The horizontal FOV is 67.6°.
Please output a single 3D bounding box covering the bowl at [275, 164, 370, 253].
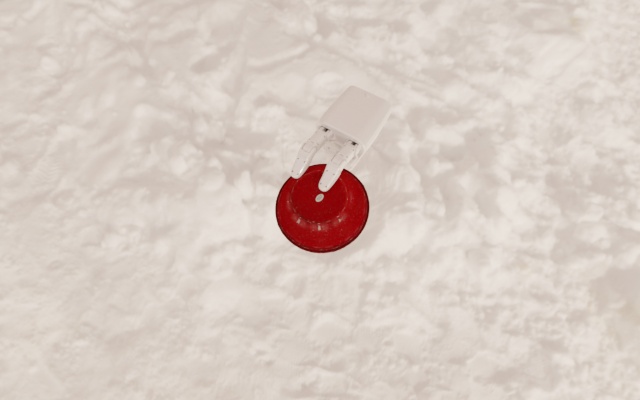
[{"bbox_3d":[0.000,0.004,0.786,0.162,0.162,0.055,0,-20,6],"label":"bowl"}]
